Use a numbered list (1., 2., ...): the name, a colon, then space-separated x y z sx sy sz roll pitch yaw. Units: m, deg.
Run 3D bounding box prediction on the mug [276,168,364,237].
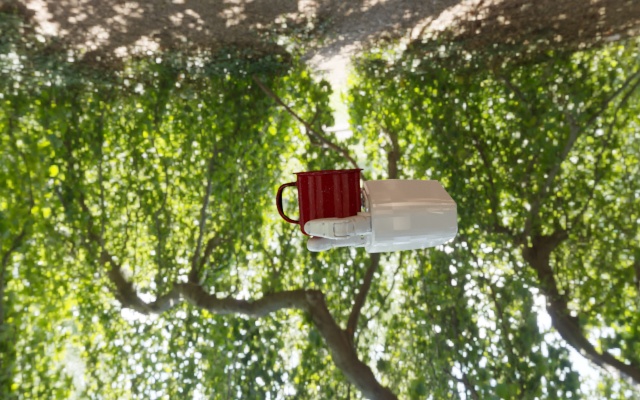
1. mug: -0.001 0.002 0.620 0.117 0.081 0.093 -3 4 1
